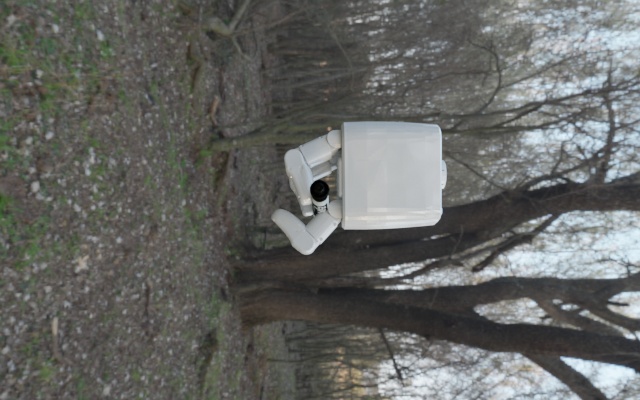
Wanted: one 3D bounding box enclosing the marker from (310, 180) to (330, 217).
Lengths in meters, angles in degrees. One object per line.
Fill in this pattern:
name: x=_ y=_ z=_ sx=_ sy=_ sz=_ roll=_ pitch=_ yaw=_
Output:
marker: x=0.000 y=0.002 z=0.504 sx=0.020 sy=0.020 sz=0.121 roll=0 pitch=-13 yaw=1
